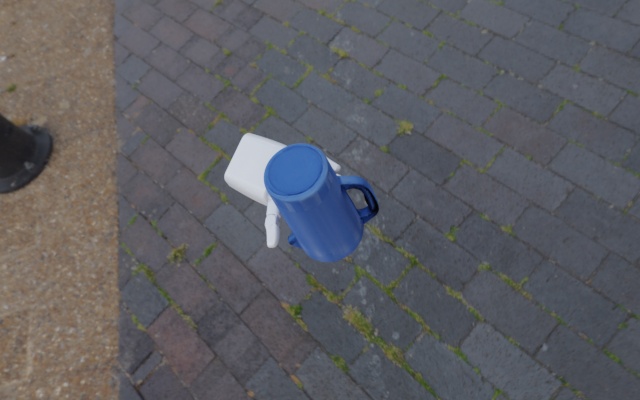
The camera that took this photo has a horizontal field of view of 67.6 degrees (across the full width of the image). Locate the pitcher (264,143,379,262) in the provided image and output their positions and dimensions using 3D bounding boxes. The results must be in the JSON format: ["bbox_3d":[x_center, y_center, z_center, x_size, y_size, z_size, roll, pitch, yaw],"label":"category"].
[{"bbox_3d":[0.000,0.003,0.843,0.145,0.149,0.243,24,-18,26],"label":"pitcher"}]
